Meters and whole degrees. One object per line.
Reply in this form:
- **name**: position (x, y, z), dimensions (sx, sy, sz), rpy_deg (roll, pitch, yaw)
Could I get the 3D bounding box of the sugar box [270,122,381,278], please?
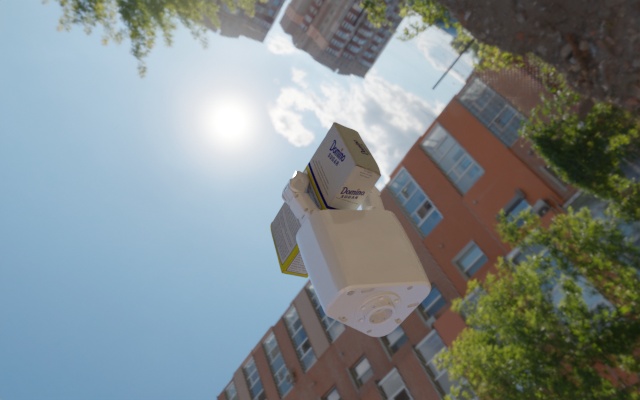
- **sugar box**: position (0.001, 0.002, 0.590), dimensions (0.048, 0.176, 0.093), rpy_deg (18, 32, -31)
